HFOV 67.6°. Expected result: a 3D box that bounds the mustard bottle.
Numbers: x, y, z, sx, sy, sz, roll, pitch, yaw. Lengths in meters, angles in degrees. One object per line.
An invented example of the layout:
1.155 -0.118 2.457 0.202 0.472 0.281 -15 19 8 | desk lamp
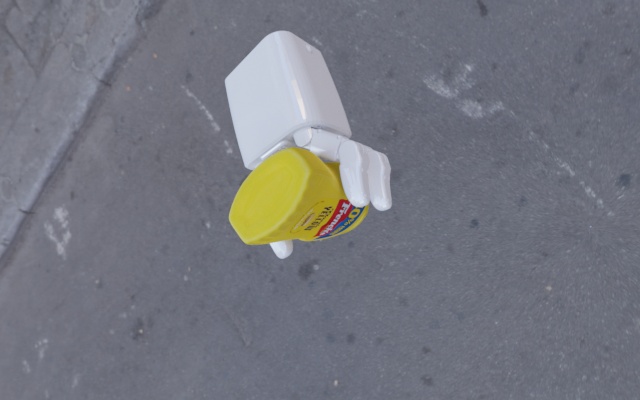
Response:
0.000 0.002 0.487 0.058 0.096 0.191 50 20 23 | mustard bottle
